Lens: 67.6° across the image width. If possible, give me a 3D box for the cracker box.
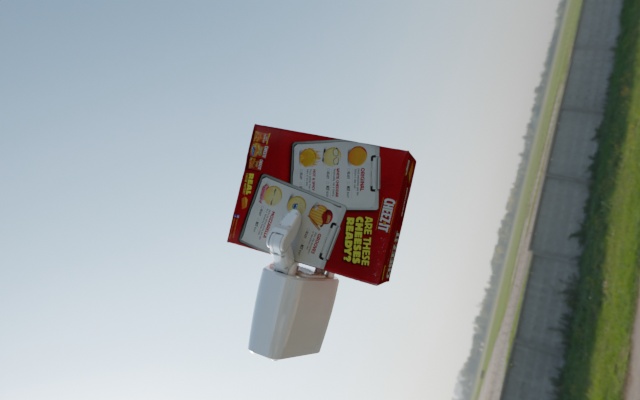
[{"bbox_3d":[0.000,0.002,0.620,0.213,0.164,0.072,13,0,21],"label":"cracker box"}]
